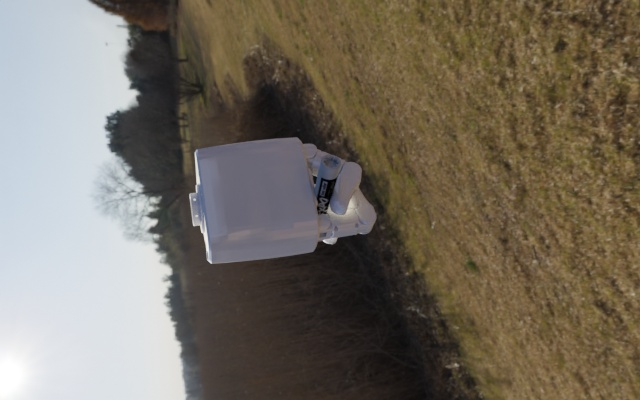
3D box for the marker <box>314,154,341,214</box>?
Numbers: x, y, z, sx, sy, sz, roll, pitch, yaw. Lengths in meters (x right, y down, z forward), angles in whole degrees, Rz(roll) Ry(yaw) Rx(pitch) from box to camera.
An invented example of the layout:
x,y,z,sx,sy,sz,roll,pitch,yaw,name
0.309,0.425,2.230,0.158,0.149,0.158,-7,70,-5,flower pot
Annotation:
x,y,z,sx,sy,sz,roll,pitch,yaw,name
0.000,0.002,0.477,0.020,0.020,0.121,0,-37,-11,marker
